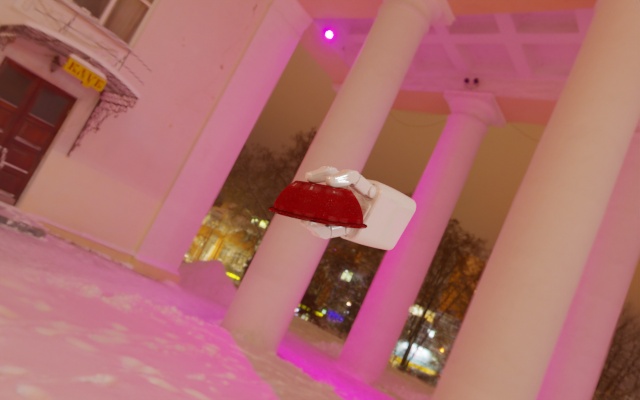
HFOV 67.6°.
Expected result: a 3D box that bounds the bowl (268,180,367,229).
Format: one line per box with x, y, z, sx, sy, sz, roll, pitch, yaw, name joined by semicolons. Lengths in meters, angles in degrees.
-0.001;0.002;0.763;0.162;0.055;0.162;10;3;-1;bowl
